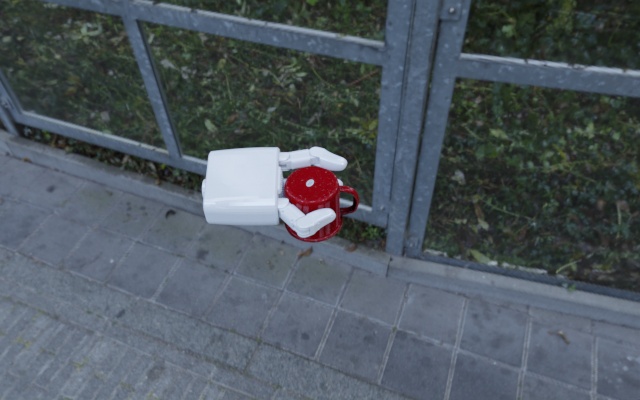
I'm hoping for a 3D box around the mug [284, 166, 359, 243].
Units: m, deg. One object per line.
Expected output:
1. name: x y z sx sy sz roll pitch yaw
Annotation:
1. mug: 0.002 0.002 0.723 0.117 0.093 0.082 -2 -44 0
